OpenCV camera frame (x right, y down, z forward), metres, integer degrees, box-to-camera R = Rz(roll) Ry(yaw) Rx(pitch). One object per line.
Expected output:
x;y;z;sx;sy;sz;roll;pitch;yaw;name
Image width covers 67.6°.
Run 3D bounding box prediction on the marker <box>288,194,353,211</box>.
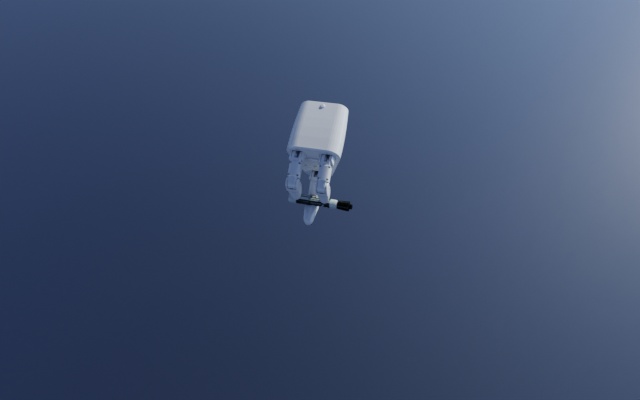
0.000;0.003;0.895;0.121;0.020;0.020;9;1;10;marker
